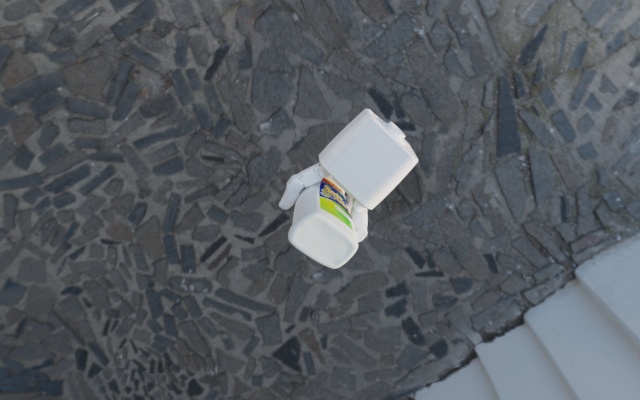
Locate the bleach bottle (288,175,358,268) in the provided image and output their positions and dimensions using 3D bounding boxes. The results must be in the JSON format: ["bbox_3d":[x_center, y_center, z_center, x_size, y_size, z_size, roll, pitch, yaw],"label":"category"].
[{"bbox_3d":[0.000,0.003,0.781,0.102,0.068,0.250,36,20,-20],"label":"bleach bottle"}]
